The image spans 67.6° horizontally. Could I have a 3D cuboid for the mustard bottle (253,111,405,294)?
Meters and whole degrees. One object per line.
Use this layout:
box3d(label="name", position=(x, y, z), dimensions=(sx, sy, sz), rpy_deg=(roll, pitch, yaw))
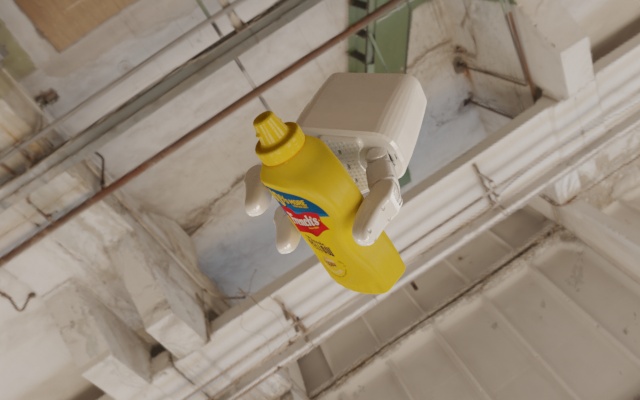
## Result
box3d(label="mustard bottle", position=(0.000, 0.002, 0.421), dimensions=(0.058, 0.192, 0.096), rpy_deg=(-46, 36, -18))
